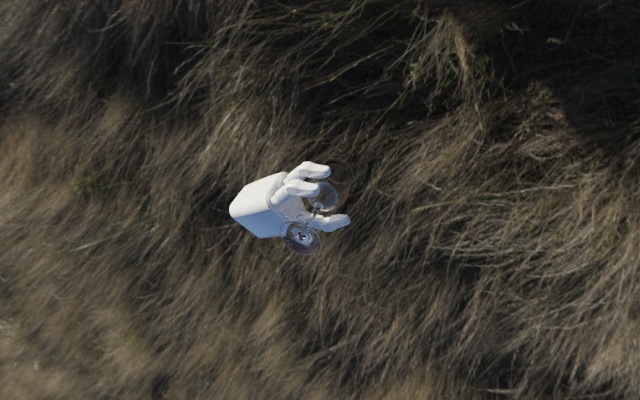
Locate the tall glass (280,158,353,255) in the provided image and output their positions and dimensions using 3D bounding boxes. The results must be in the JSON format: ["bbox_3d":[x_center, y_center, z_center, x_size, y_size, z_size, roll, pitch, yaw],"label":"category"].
[{"bbox_3d":[0.000,0.003,0.868,0.079,0.079,0.201,0,38,27],"label":"tall glass"}]
